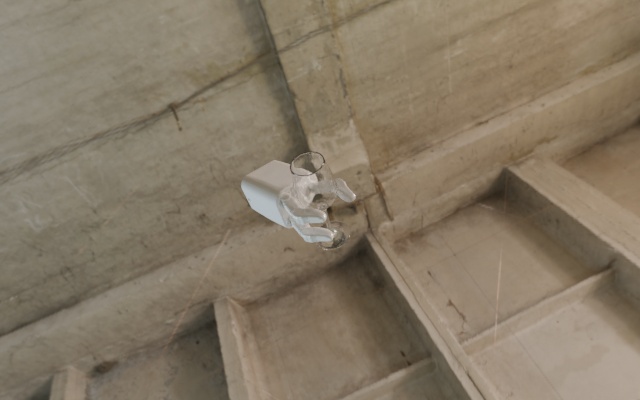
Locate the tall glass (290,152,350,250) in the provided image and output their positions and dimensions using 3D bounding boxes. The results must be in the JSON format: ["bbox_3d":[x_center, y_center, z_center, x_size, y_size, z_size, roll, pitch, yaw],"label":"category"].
[{"bbox_3d":[0.000,0.003,0.890,0.079,0.079,0.201,0,-42,18],"label":"tall glass"}]
